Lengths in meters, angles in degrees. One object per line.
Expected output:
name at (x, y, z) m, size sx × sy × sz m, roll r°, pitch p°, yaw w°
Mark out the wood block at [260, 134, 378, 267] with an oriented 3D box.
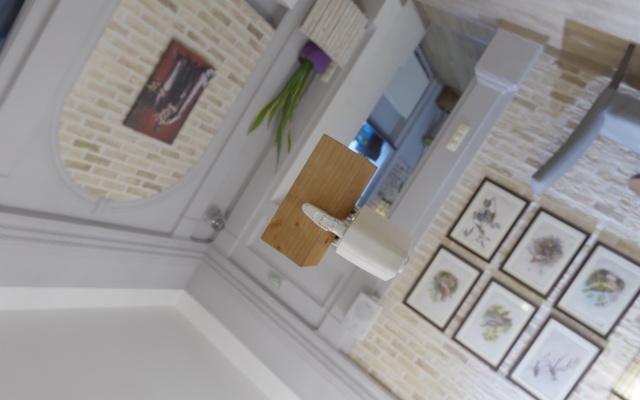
wood block at (0.000, 0.003, 0.818) m, size 0.090 × 0.206 × 0.091 m, roll 33°, pitch 5°, yaw 19°
